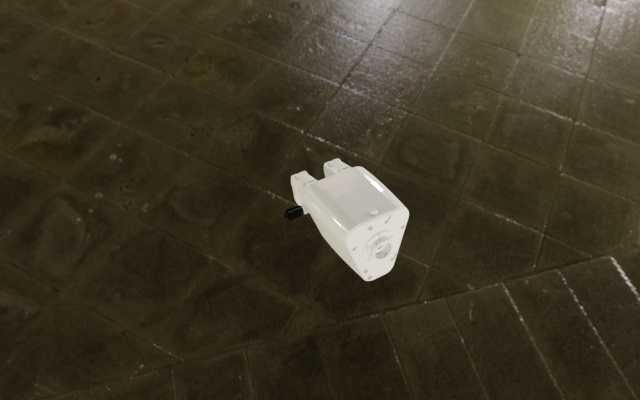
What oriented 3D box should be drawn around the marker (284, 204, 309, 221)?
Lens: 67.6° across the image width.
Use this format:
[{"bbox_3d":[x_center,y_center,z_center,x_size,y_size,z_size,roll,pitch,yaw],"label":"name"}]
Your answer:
[{"bbox_3d":[0.000,0.002,0.726,0.121,0.020,0.020,-22,7,-19],"label":"marker"}]
